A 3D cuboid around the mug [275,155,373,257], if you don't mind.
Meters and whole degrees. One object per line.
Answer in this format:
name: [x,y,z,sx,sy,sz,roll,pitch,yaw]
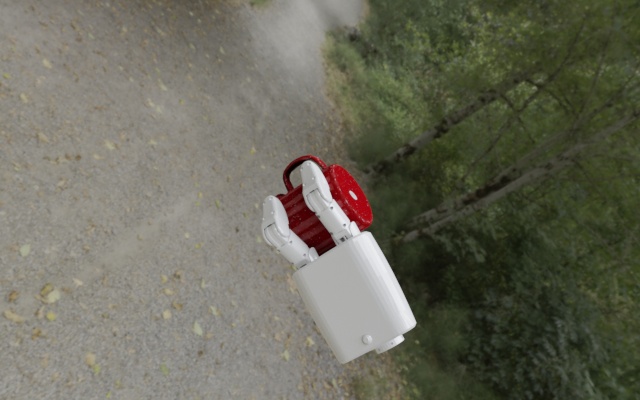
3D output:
mug: [0.000,0.000,0.550,0.081,0.117,0.093,-33,-13,20]
